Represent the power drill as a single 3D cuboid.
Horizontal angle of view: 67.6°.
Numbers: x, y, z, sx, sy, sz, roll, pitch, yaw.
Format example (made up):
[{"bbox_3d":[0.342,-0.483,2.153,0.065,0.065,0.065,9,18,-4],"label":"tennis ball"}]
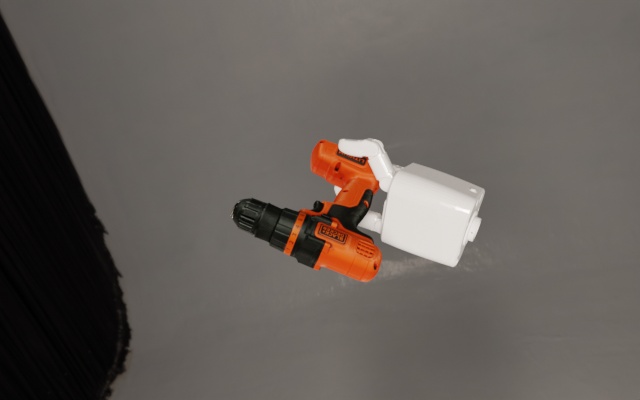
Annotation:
[{"bbox_3d":[0.000,0.002,0.610,0.184,0.187,0.057,24,-45,-2],"label":"power drill"}]
